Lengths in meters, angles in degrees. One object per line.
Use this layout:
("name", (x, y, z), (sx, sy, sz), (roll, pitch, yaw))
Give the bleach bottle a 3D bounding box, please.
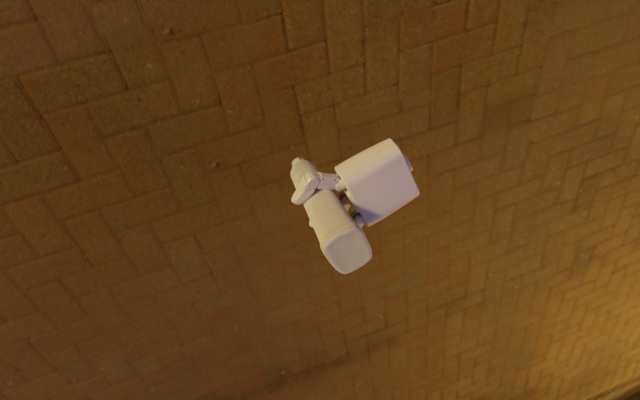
("bleach bottle", (0.000, 0.003, 0.804), (0.068, 0.250, 0.103), (-31, -44, 1))
